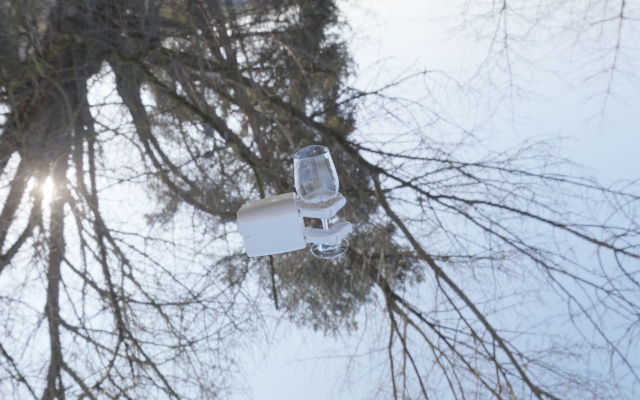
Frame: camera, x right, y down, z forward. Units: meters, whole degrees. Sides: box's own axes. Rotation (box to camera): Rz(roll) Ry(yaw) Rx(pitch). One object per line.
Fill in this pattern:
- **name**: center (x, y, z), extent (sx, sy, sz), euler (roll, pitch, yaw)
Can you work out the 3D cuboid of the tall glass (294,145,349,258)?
- **tall glass**: center (0.000, 0.003, 0.877), extent (0.079, 0.201, 0.079), euler (-9, 26, 4)
